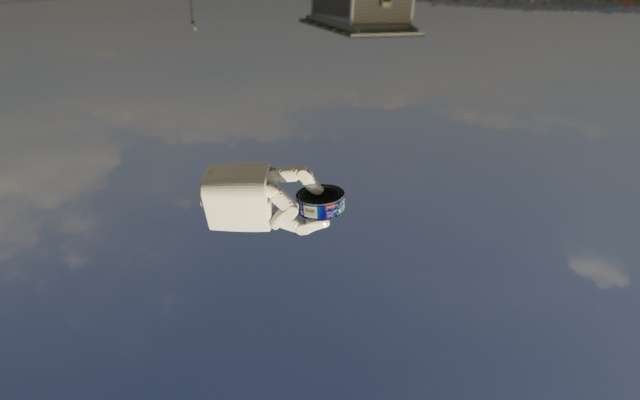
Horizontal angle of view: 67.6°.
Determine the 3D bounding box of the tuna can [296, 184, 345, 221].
[{"bbox_3d":[0.000,0.003,0.839,0.086,0.034,0.086,-3,25,1],"label":"tuna can"}]
